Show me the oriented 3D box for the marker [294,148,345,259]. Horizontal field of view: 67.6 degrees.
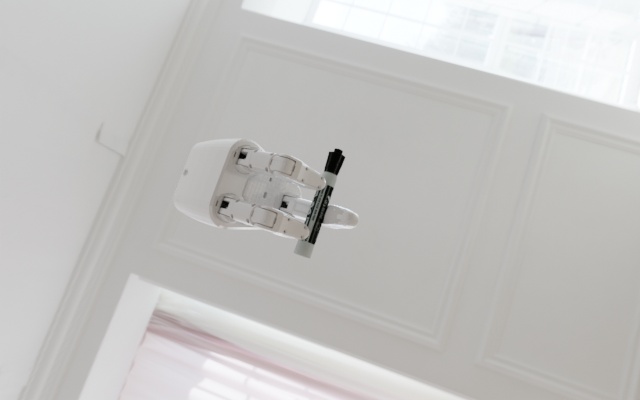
[{"bbox_3d":[0.000,0.002,0.507,0.020,0.121,0.020,19,-8,3],"label":"marker"}]
